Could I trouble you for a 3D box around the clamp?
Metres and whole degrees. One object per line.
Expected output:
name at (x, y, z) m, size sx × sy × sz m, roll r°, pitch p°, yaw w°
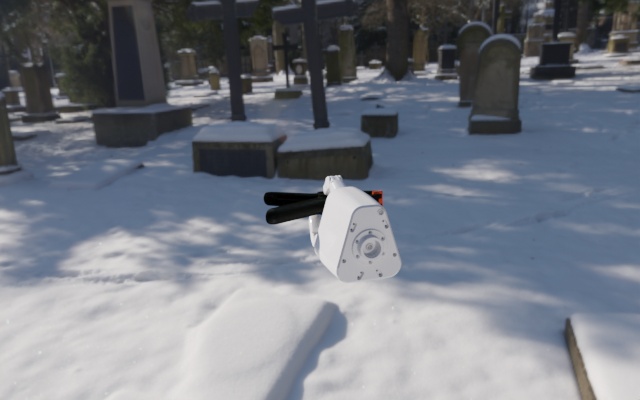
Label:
clamp at (0.001, 0.002, 0.814) m, size 0.210 × 0.036 × 0.164 m, roll -5°, pitch 13°, yaw -14°
